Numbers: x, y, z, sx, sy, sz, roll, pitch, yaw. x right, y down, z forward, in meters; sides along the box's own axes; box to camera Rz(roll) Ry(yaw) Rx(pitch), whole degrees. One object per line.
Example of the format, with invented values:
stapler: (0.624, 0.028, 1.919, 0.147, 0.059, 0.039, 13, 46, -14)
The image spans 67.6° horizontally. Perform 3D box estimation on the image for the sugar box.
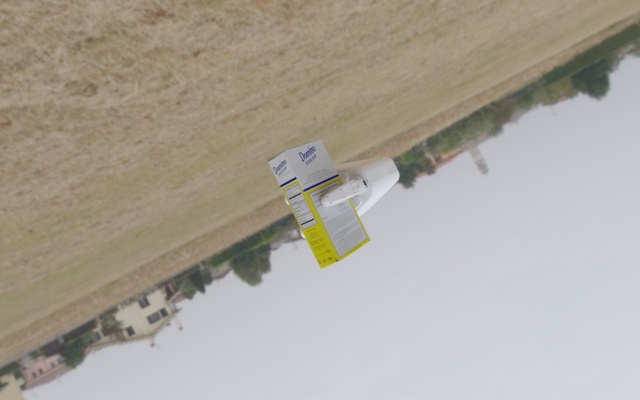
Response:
sugar box: (0.000, 0.003, 0.708, 0.048, 0.176, 0.093, -29, -2, 39)
